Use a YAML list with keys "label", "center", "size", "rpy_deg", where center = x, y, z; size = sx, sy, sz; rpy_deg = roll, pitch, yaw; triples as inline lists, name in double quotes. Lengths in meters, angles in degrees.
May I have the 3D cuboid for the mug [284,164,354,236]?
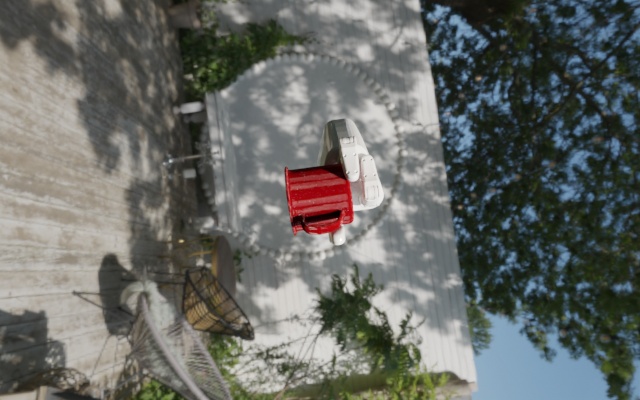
- label: "mug"
  center: [0.000, 0.003, 0.625]
  size: [0.081, 0.093, 0.117]
  rpy_deg: [-8, 34, 0]
